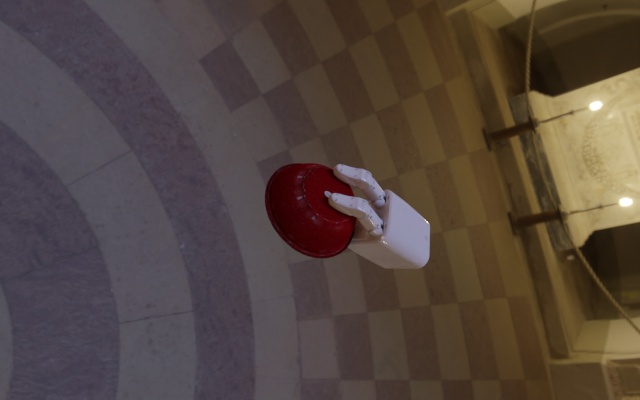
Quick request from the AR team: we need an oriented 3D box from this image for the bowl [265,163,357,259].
[{"bbox_3d":[-0.001,0.002,0.715,0.162,0.162,0.055,0,-26,-36],"label":"bowl"}]
